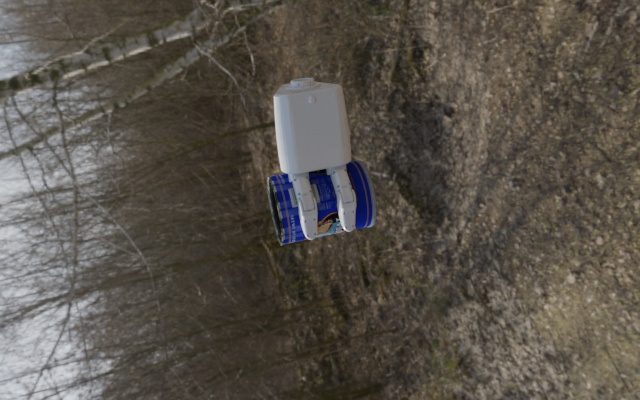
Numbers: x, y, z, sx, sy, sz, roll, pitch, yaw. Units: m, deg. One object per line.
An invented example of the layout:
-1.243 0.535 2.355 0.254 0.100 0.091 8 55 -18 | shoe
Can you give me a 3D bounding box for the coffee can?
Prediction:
0.000 0.002 0.708 0.140 0.103 0.103 -11 2 -11 | coffee can
